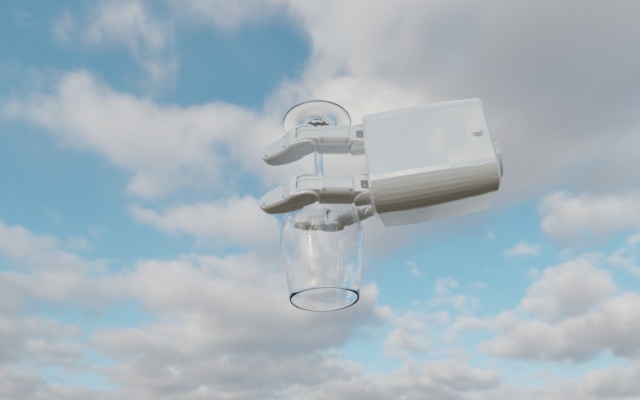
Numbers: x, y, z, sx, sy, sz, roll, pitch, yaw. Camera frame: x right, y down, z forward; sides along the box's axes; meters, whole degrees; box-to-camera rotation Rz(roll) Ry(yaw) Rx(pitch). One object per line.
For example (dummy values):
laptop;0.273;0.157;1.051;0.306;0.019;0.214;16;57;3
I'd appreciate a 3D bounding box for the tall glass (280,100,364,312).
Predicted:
tall glass;0.000;0.001;0.466;0.079;0.201;0.079;-1;-31;-1
